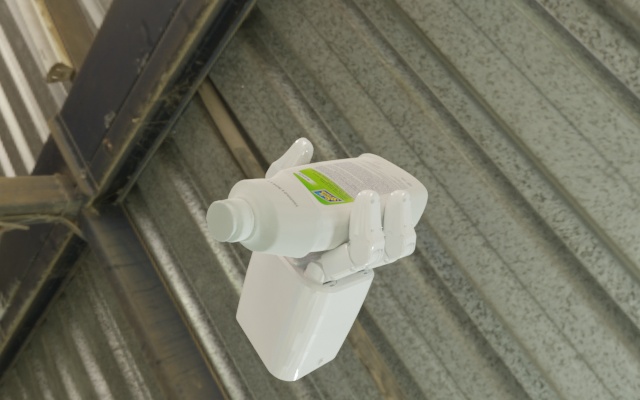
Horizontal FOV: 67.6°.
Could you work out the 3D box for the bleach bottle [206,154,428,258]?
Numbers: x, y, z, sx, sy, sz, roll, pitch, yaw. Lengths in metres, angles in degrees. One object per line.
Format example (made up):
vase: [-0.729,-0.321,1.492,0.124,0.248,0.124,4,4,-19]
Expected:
bleach bottle: [0.000,0.001,0.434,0.102,0.068,0.251,34,23,31]
